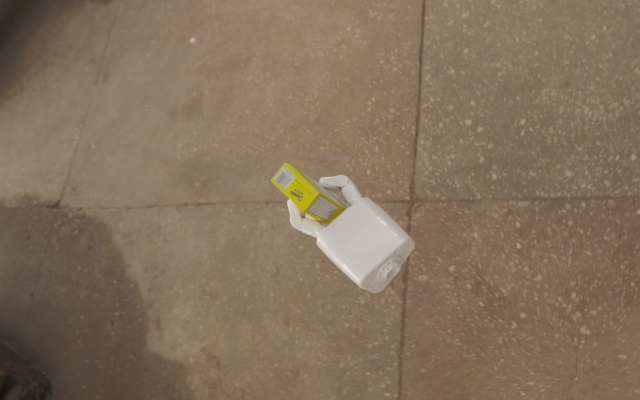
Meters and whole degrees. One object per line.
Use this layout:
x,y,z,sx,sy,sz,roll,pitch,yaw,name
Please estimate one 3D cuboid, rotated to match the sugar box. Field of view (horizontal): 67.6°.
0.000,0.003,0.814,0.093,0.048,0.176,44,5,33,sugar box
